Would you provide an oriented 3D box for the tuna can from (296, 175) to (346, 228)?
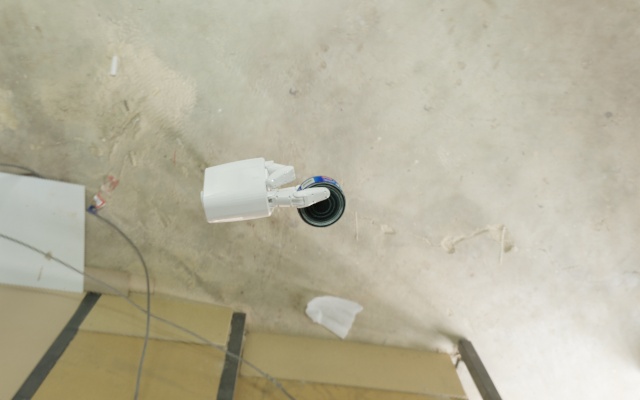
[{"bbox_3d":[0.000,0.003,0.818,0.086,0.086,0.033,0,21,-9],"label":"tuna can"}]
